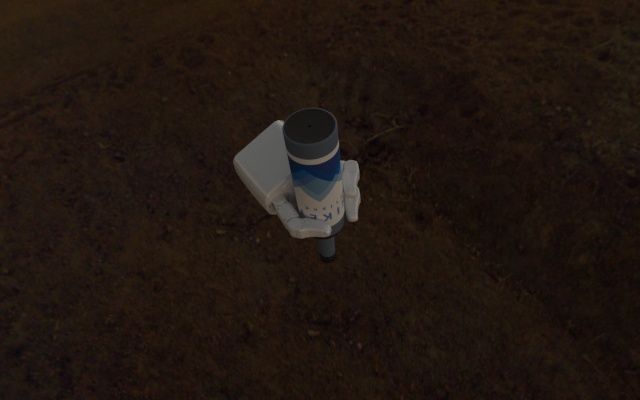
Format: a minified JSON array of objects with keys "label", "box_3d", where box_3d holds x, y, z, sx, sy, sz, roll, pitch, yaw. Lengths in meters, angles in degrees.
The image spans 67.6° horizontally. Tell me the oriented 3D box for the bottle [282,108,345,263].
[{"label":"bottle","box_3d":[0.000,0.002,0.686,0.069,0.069,0.296,0,-39,7]}]
